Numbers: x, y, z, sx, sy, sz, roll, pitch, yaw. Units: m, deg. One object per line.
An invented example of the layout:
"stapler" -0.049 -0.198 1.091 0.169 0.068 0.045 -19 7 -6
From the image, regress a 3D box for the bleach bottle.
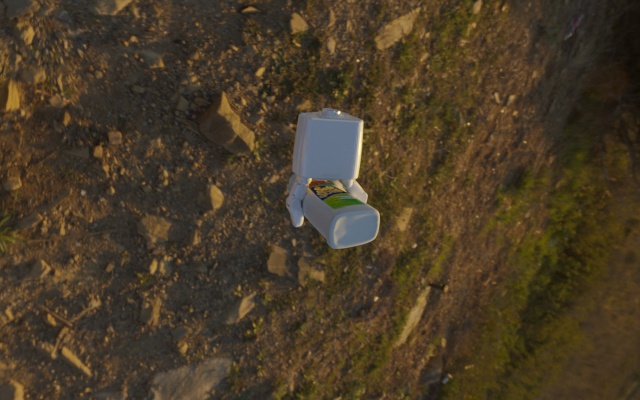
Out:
"bleach bottle" 0.000 0.003 0.882 0.102 0.068 0.250 -7 24 -28
